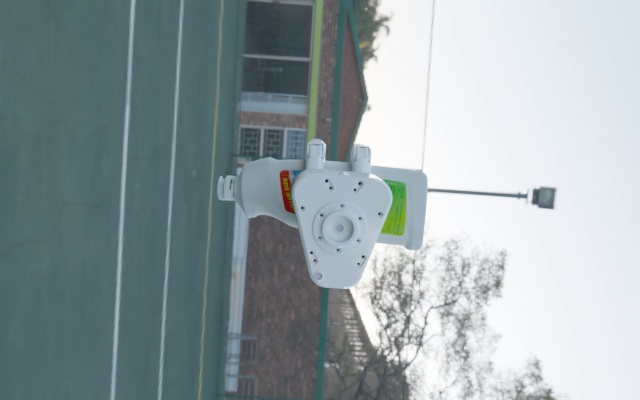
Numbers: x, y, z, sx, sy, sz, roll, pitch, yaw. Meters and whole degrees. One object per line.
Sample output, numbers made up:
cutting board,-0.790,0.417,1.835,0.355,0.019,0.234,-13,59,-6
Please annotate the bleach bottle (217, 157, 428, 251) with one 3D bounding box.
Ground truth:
bleach bottle,0.000,0.002,0.591,0.251,0.102,0.068,4,3,-1
